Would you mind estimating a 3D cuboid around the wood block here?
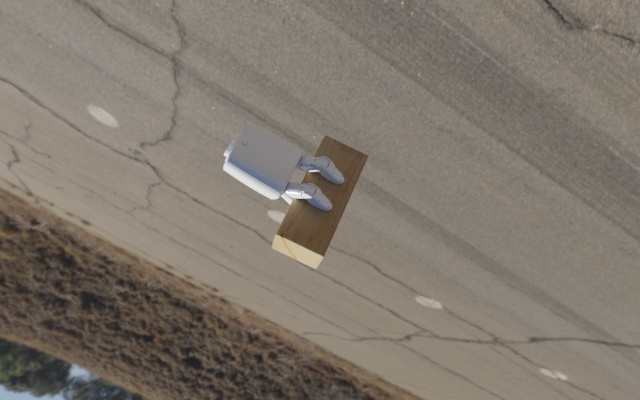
[{"bbox_3d":[0.000,0.003,0.850,0.090,0.206,0.091,25,-23,0],"label":"wood block"}]
